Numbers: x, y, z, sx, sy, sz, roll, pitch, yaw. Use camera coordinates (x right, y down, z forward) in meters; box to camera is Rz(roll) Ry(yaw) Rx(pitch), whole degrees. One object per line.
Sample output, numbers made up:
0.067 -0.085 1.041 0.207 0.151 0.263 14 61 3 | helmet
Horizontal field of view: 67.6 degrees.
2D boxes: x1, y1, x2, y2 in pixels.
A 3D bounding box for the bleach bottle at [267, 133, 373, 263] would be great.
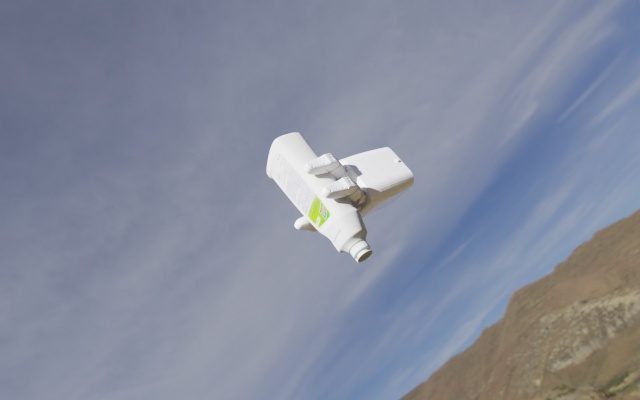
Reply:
0.000 0.003 0.795 0.068 0.250 0.103 -21 -32 -28 | bleach bottle
